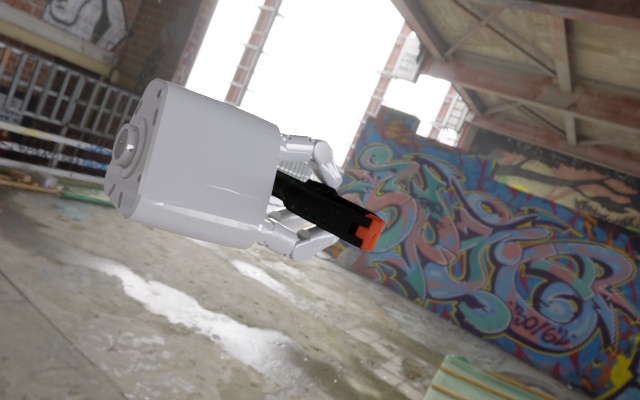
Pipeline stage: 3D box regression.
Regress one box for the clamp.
[{"bbox_3d":[0.001,0.001,0.471,0.164,0.036,0.210,18,7,-40],"label":"clamp"}]
